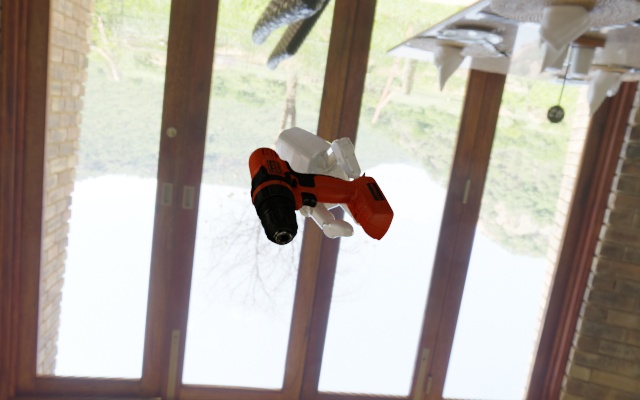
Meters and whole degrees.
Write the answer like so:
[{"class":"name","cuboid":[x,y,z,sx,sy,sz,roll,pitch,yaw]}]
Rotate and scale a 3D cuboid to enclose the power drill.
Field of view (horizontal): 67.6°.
[{"class":"power drill","cuboid":[0.000,0.002,0.630,0.188,0.057,0.184,12,32,-24]}]
